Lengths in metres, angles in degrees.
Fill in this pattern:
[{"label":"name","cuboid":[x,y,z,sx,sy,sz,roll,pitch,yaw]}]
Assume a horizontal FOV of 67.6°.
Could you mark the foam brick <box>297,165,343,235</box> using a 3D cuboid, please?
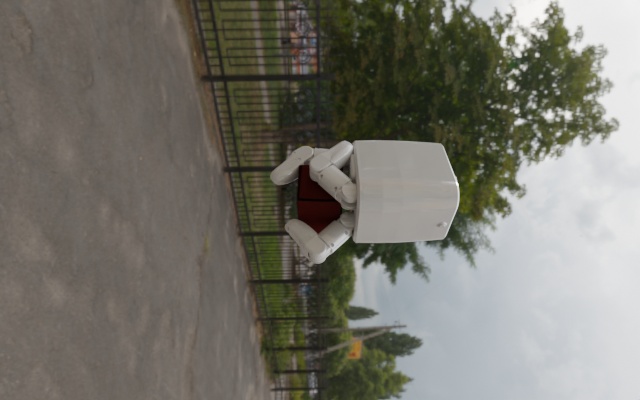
[{"label":"foam brick","cuboid":[0.000,0.002,0.563,0.051,0.053,0.078,1,-34,0]}]
